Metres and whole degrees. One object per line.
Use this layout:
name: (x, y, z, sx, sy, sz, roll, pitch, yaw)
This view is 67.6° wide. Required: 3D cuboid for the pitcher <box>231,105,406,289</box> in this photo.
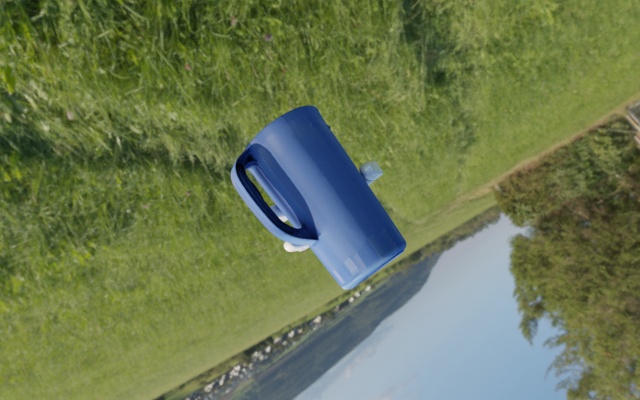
pitcher: (0.000, 0.002, 0.664, 0.149, 0.243, 0.145, -37, -12, 6)
